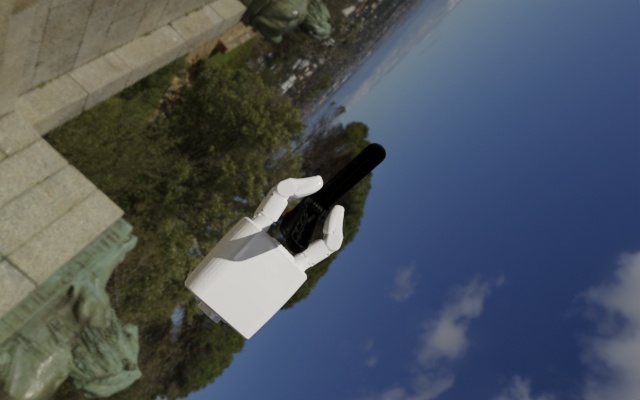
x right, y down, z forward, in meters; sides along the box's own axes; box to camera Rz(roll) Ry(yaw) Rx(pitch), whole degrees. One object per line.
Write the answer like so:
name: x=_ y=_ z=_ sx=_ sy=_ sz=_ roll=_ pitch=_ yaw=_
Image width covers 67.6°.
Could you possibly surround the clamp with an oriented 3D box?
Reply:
clamp: x=0.000 y=0.003 z=0.619 sx=0.036 sy=0.164 sz=0.210 roll=45 pitch=-13 yaw=-6
